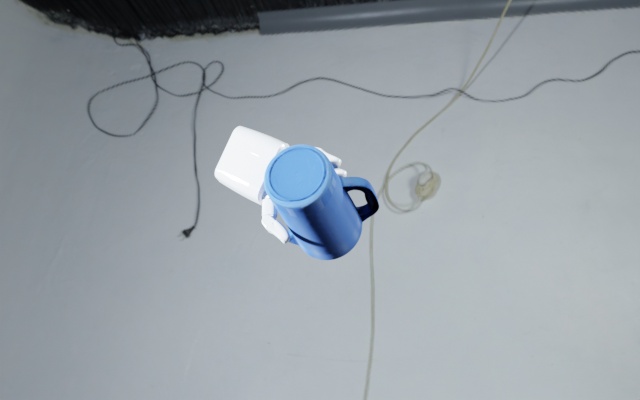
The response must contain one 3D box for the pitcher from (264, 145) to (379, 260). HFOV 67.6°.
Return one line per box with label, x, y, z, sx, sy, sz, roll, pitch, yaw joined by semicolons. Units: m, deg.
pitcher;0.000;0.003;0.819;0.145;0.149;0.243;26;-15;22
